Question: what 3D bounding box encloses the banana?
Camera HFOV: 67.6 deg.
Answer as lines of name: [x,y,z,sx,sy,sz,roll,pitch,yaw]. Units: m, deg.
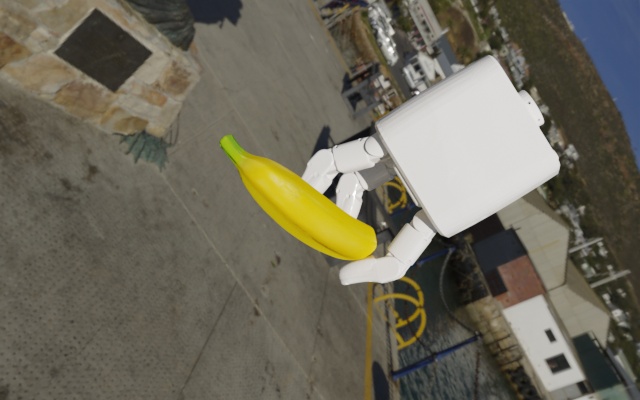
banana: [0.003,0.013,0.389,0.037,0.069,0.198,-35,-44,17]
